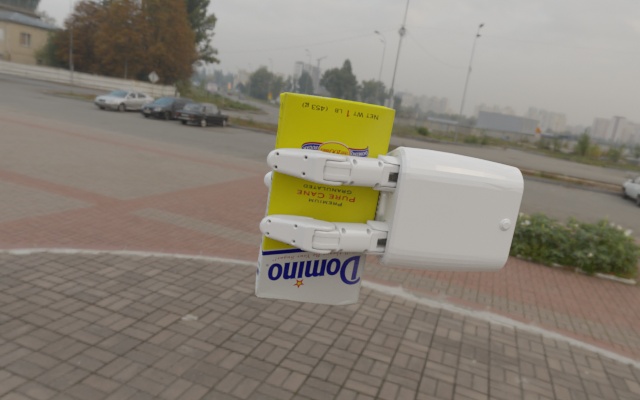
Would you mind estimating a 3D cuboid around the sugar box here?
[{"bbox_3d":[0.000,0.001,0.412,0.093,0.176,0.048,7,12,-9],"label":"sugar box"}]
